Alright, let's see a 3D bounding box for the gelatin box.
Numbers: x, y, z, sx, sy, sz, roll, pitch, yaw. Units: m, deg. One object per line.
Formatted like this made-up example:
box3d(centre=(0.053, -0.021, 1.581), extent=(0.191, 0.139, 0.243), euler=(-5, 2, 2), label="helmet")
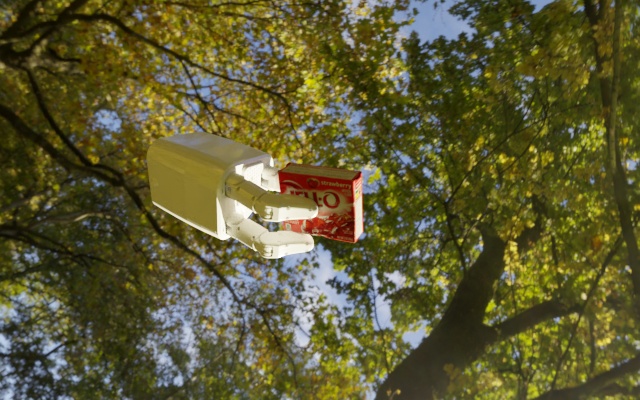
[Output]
box3d(centre=(0.001, 0.002, 0.514), extent=(0.089, 0.073, 0.030), euler=(9, 29, 22), label="gelatin box")
